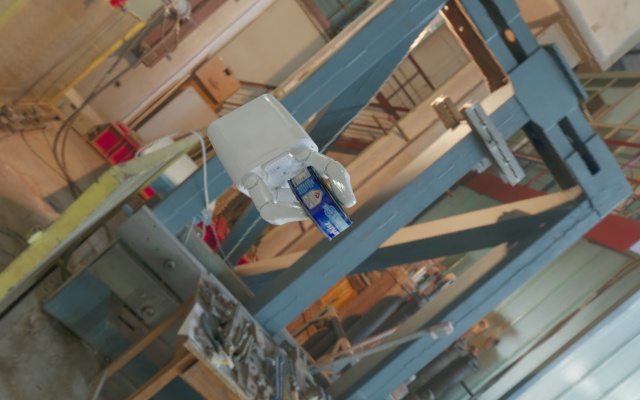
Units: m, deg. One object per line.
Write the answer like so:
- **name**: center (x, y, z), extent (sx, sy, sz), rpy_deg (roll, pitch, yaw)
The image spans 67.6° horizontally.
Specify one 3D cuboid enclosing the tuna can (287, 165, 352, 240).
- **tuna can**: center (0.001, 0.002, 0.553), extent (0.034, 0.086, 0.086), rpy_deg (-36, -3, 4)
